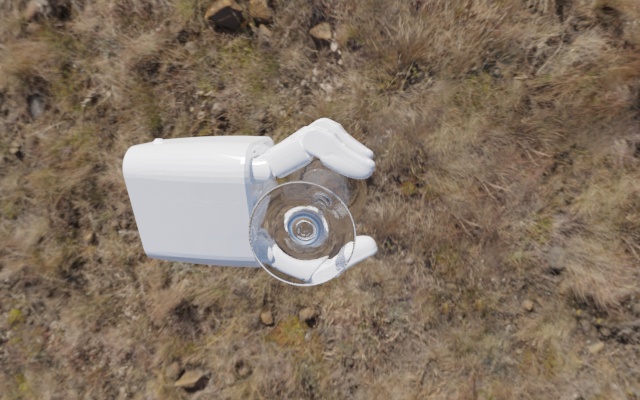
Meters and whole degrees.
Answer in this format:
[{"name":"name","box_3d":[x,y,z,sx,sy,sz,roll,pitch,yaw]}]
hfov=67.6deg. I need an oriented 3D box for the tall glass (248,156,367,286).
[{"name":"tall glass","box_3d":[0.000,0.002,0.417,0.079,0.079,0.201,0,13,8]}]
